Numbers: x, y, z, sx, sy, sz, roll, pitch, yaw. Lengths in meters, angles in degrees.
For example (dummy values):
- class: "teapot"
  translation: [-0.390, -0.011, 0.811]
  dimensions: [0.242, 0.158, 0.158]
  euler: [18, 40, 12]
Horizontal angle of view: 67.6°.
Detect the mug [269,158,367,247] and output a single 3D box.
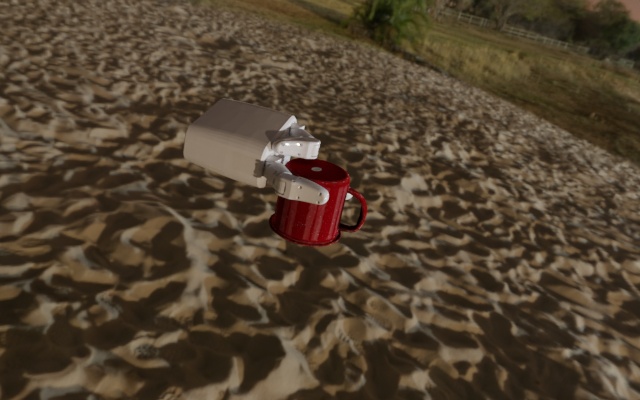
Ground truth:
- class: "mug"
  translation: [0.001, 0.002, 0.585]
  dimensions: [0.117, 0.081, 0.093]
  euler: [18, 24, 10]
